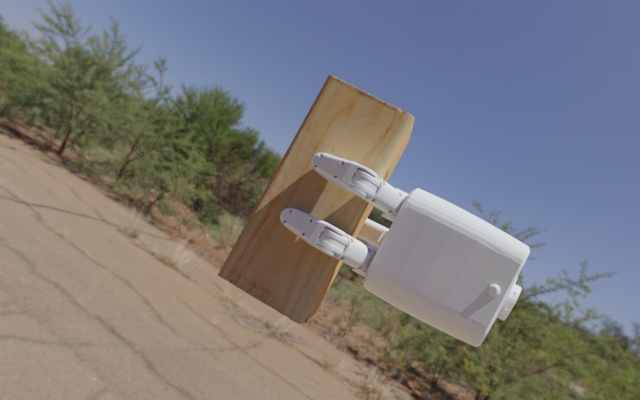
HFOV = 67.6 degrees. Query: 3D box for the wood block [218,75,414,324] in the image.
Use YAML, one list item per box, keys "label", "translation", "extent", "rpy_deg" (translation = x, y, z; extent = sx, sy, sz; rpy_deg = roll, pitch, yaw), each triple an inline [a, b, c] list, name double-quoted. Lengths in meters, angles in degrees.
- label: "wood block"
  translation: [0.001, 0.002, 0.462]
  extent: [0.090, 0.206, 0.091]
  rpy_deg: [29, -3, 10]
